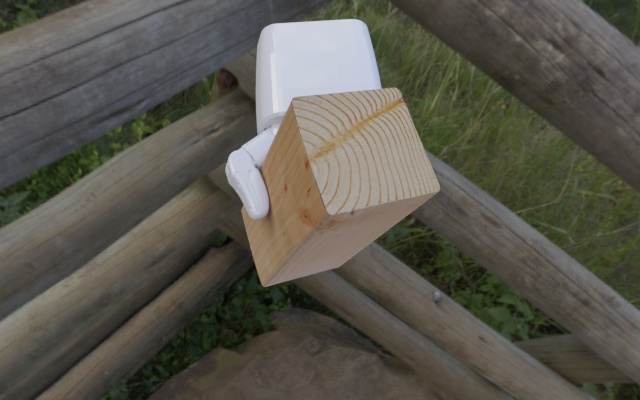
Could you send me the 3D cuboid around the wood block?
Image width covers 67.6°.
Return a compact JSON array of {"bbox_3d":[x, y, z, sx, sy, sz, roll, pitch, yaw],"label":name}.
[{"bbox_3d":[0.000,0.001,0.417,0.091,0.090,0.206,-11,-19,-23],"label":"wood block"}]
